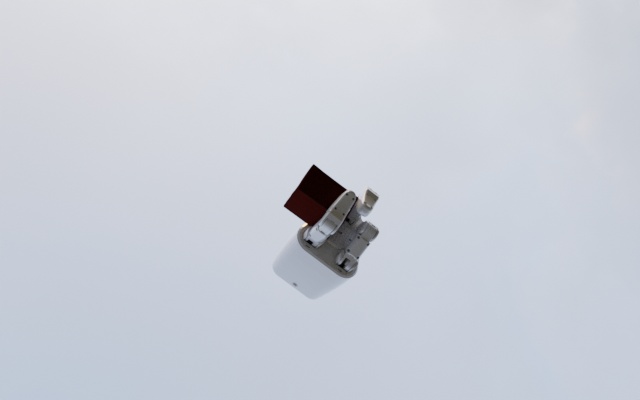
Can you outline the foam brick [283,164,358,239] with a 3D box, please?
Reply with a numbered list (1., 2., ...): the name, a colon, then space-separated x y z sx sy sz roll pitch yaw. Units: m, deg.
1. foam brick: 0.000 0.002 0.640 0.078 0.053 0.051 37 -40 -5
